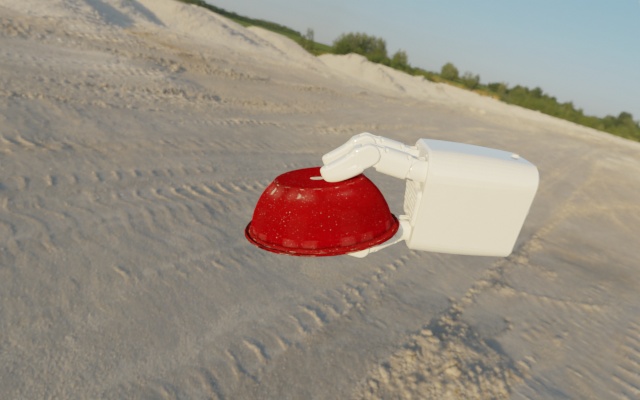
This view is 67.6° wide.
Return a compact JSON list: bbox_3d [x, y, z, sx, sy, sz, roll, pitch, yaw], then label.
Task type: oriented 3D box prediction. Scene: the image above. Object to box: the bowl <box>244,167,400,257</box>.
[{"bbox_3d":[-0.001,0.001,0.493,0.162,0.055,0.162,-3,17,1],"label":"bowl"}]
